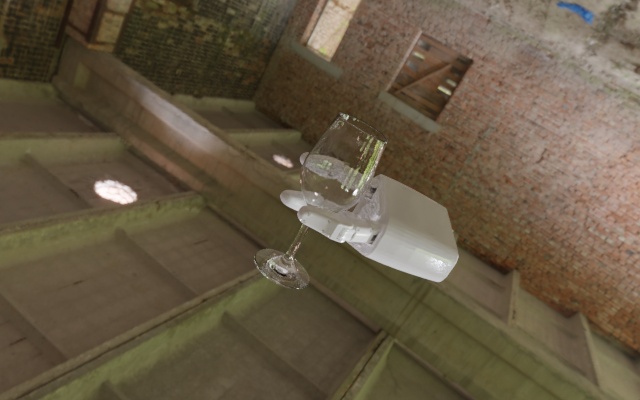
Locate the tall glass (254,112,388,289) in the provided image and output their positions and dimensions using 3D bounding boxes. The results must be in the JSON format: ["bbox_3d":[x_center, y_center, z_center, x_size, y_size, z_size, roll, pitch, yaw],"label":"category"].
[{"bbox_3d":[0.000,0.002,0.548,0.079,0.201,0.079,26,20,-10],"label":"tall glass"}]
